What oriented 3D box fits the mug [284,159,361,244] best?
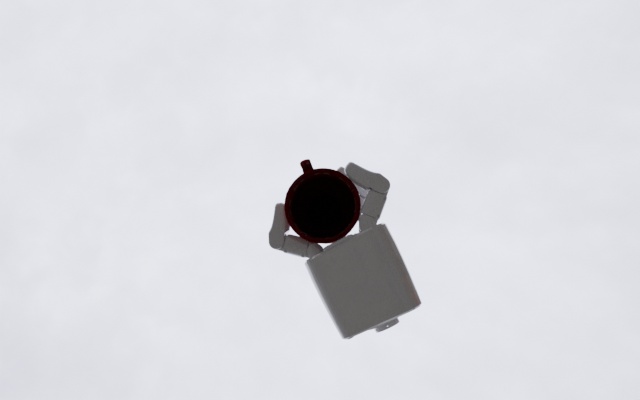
[{"bbox_3d":[-0.001,0.001,0.618,0.093,0.117,0.081,-25,-11,0],"label":"mug"}]
